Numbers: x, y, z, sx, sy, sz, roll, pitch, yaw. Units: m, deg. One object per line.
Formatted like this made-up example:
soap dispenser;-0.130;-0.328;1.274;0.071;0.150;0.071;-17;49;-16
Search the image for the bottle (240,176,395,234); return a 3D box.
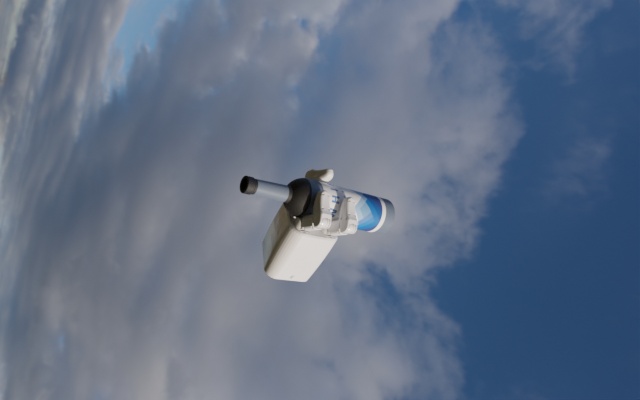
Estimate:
bottle;0.000;0.003;0.804;0.296;0.069;0.069;13;-8;-37
